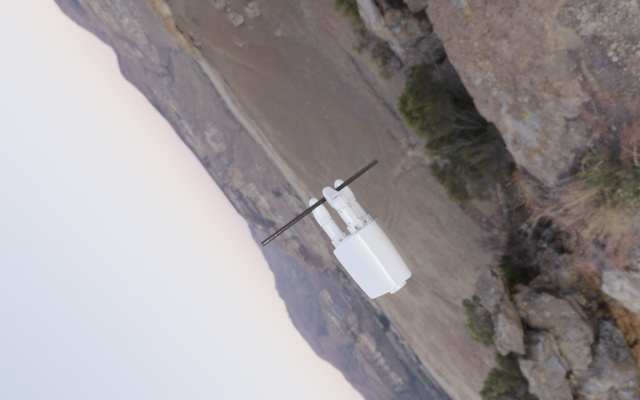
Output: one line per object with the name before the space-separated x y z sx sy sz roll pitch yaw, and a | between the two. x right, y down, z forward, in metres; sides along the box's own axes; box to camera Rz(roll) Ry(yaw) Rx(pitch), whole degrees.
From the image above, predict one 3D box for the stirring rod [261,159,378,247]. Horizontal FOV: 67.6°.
stirring rod | 0.000 0.003 0.803 0.239 0.011 0.011 -36 5 -7
